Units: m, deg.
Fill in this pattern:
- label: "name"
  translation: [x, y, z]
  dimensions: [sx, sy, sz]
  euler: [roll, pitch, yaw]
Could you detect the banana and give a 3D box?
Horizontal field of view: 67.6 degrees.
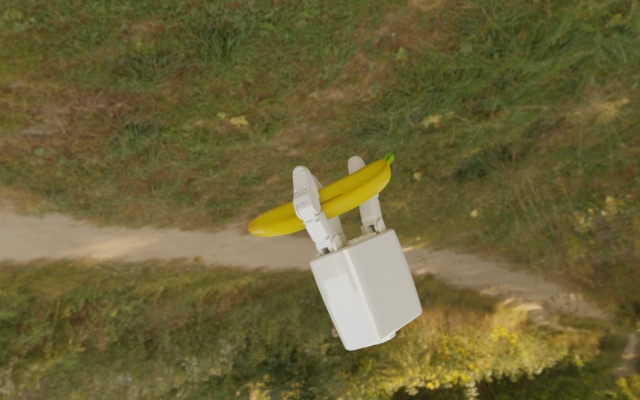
- label: "banana"
  translation: [0.003, 0.003, 0.554]
  dimensions: [0.198, 0.037, 0.069]
  euler: [-25, 6, 4]
